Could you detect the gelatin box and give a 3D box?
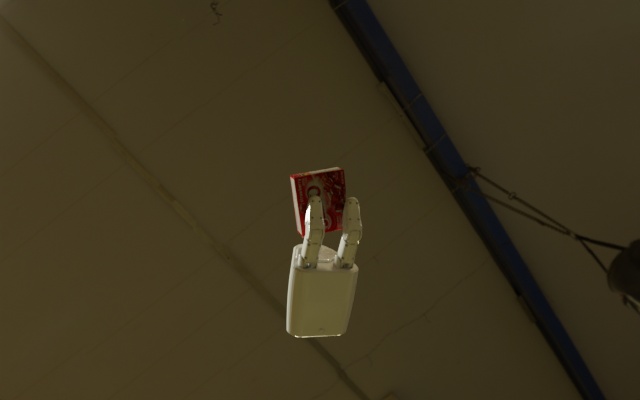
[{"bbox_3d":[0.000,0.002,0.678,0.073,0.089,0.030,-10,14,-14],"label":"gelatin box"}]
